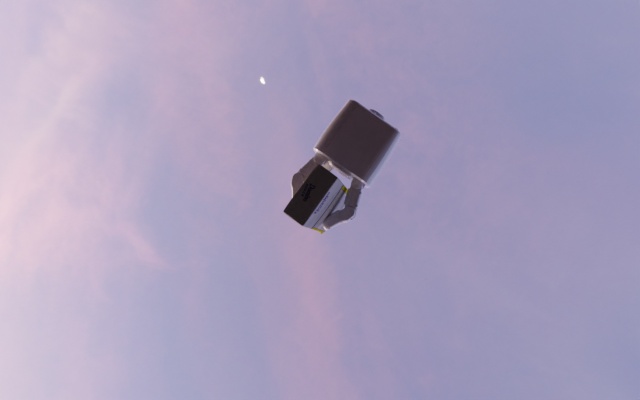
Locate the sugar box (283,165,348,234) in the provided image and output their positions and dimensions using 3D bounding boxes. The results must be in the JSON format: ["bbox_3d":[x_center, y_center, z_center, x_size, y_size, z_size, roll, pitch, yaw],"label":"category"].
[{"bbox_3d":[0.000,0.002,0.794,0.048,0.093,0.176,36,-1,15],"label":"sugar box"}]
